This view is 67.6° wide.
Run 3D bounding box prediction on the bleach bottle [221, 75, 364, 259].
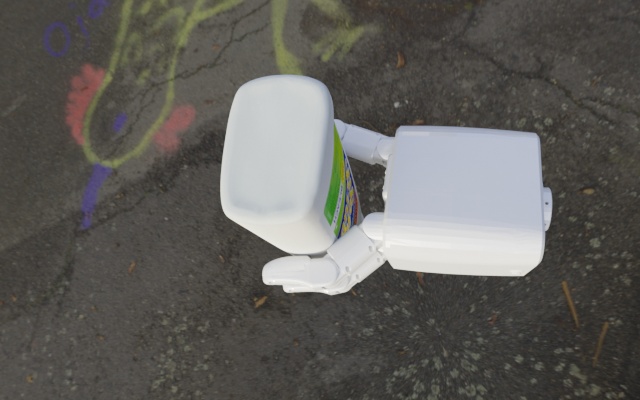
[{"bbox_3d":[0.000,0.001,0.404,0.068,0.102,0.251,3,-14,15],"label":"bleach bottle"}]
